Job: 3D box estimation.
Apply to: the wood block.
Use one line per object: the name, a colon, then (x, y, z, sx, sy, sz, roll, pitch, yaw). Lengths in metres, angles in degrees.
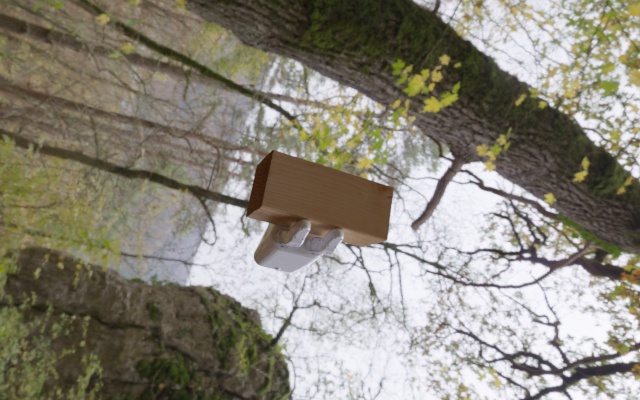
wood block: (0.000, 0.002, 0.751, 0.206, 0.090, 0.090, 16, -18, -20)
